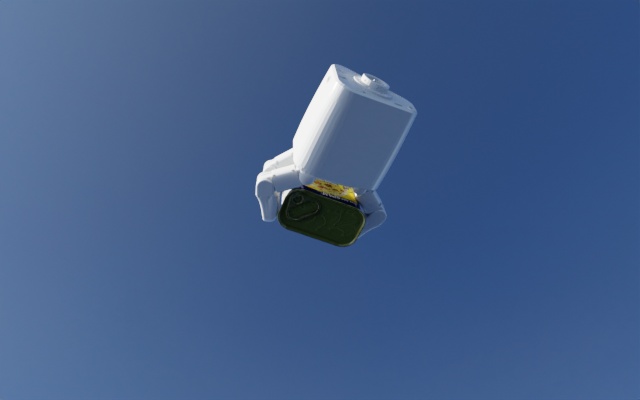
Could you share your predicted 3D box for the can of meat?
[{"bbox_3d":[0.000,0.002,0.597,0.102,0.057,0.084,19,27,-13],"label":"can of meat"}]
